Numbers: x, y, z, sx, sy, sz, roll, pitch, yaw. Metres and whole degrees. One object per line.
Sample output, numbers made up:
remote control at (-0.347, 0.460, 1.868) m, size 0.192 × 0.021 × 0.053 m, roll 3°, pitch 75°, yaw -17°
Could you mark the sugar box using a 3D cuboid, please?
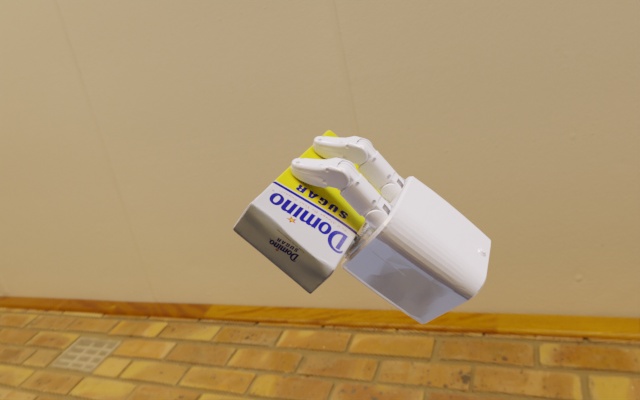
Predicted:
sugar box at (0.001, 0.001, 0.475) m, size 0.048 × 0.093 × 0.176 m, roll -50°, pitch 1°, yaw 35°
